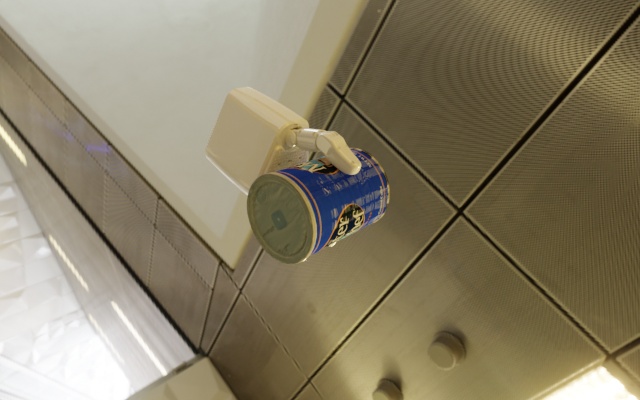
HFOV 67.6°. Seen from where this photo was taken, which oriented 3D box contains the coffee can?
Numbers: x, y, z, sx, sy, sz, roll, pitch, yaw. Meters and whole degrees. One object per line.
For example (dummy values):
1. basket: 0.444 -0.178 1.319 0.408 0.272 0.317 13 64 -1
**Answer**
1. coffee can: 0.000 0.002 0.561 0.103 0.103 0.140 0 16 44
